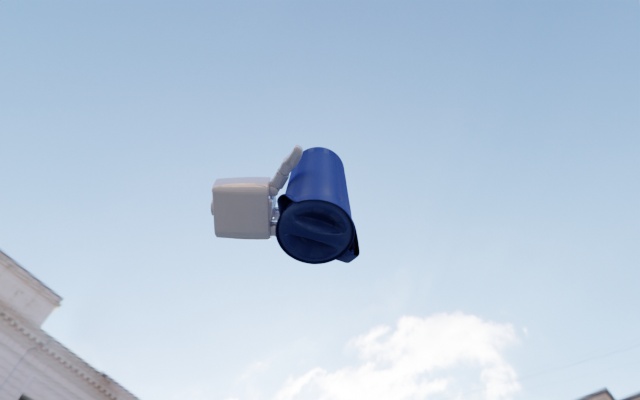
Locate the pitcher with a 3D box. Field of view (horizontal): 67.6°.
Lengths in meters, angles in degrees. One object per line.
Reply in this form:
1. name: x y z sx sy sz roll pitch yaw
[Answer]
1. pitcher: 0.000 0.003 0.897 0.145 0.149 0.242 0 31 2
